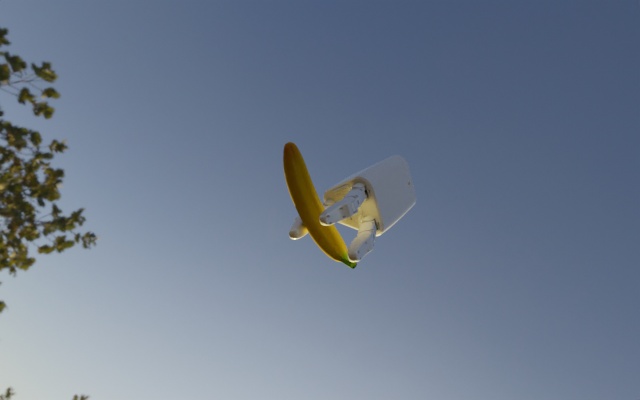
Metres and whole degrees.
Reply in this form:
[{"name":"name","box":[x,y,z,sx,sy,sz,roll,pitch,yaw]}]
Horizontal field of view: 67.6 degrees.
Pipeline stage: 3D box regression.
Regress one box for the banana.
[{"name":"banana","box":[-0.008,0.010,0.691,0.037,0.198,0.070,-30,1,-34]}]
